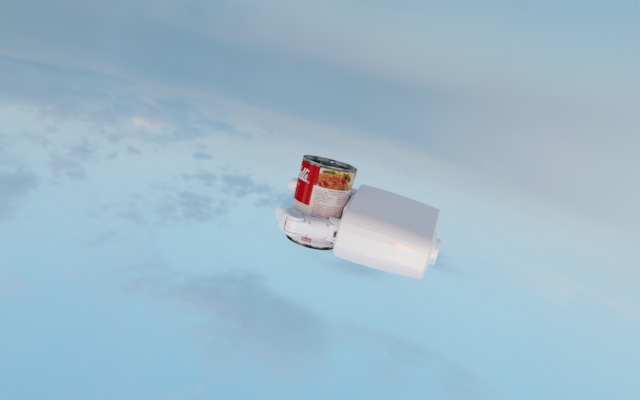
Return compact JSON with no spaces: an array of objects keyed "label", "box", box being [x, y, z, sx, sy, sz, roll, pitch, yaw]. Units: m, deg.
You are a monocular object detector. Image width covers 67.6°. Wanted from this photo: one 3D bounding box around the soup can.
[{"label":"soup can","box":[0.000,0.002,0.587,0.068,0.102,0.068,13,13,-3]}]
